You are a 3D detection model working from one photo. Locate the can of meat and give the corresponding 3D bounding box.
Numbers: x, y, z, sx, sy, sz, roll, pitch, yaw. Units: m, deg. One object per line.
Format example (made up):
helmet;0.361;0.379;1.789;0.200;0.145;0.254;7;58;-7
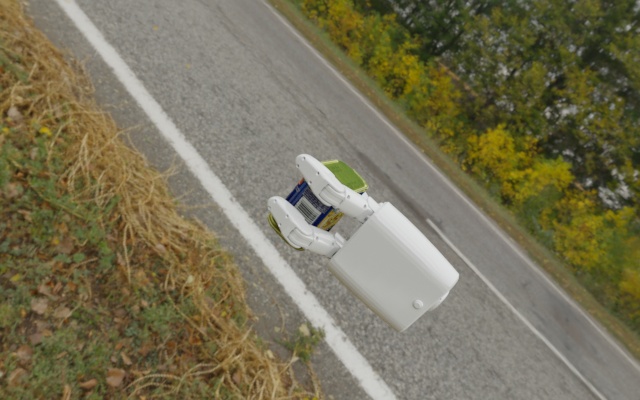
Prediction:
can of meat;0.000;0.001;0.544;0.084;0.057;0.102;-49;-11;22
